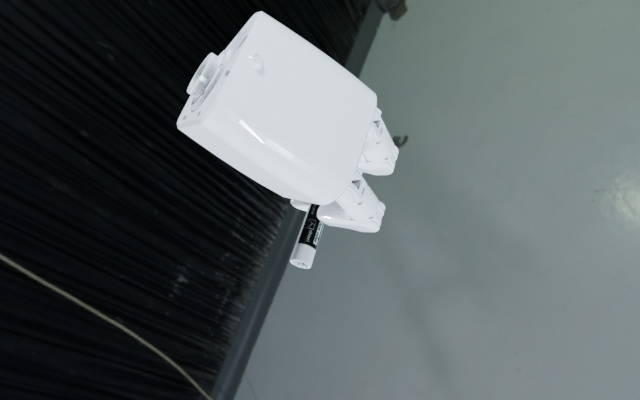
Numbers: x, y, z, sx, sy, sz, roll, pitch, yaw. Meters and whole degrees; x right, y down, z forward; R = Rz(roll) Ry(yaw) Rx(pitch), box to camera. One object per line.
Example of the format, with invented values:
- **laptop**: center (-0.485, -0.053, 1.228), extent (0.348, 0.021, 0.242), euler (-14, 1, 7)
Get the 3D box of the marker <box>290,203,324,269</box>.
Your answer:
- **marker**: center (0.000, 0.001, 0.424), extent (0.020, 0.121, 0.020), euler (15, -24, 7)
